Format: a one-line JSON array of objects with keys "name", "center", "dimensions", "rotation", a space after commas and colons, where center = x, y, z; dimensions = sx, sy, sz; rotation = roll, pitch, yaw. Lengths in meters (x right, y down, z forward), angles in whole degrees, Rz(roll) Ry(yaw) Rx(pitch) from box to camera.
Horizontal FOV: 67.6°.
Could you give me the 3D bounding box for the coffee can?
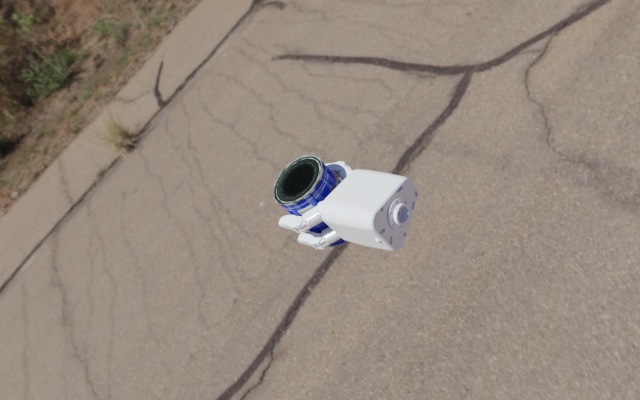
[{"name": "coffee can", "center": [0.000, 0.003, 0.827], "dimensions": [0.103, 0.102, 0.140], "rotation": [0, -33, 42]}]
